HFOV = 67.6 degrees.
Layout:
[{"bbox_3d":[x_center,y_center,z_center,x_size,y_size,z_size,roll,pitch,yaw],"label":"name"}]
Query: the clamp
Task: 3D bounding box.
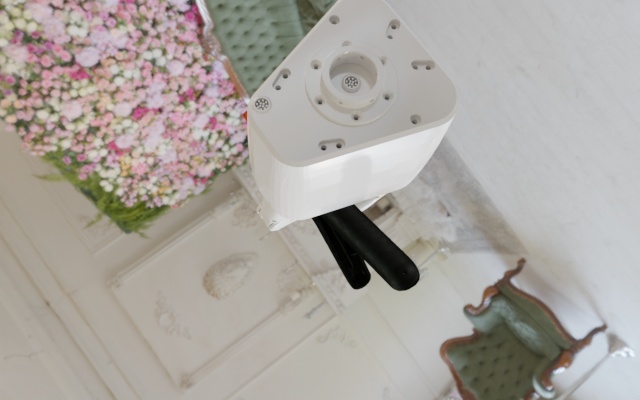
[{"bbox_3d":[-0.001,0.001,0.440,0.036,0.210,0.165,-35,-10,-14],"label":"clamp"}]
